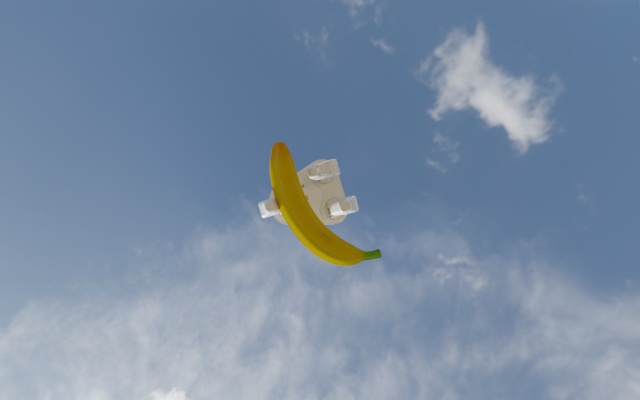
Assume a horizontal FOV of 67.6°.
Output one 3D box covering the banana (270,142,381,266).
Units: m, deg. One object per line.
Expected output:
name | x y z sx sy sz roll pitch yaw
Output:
banana | -0.012 0.017 0.614 0.069 0.198 0.037 -42 0 0
